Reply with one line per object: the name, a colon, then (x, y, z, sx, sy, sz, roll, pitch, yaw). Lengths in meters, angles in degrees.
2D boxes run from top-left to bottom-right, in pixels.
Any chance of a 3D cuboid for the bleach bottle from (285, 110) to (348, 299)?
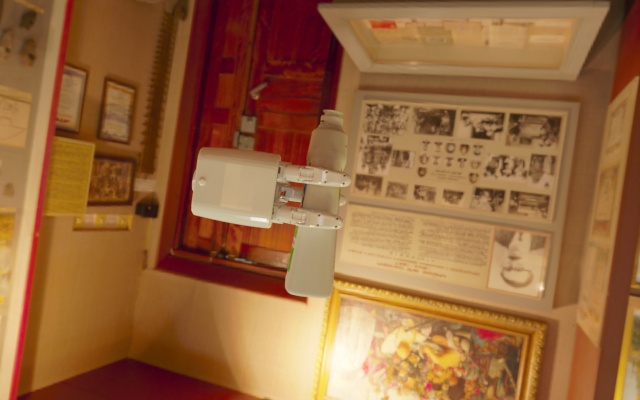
bleach bottle: (0.000, 0.002, 0.666, 0.068, 0.251, 0.102, 8, 0, -2)
